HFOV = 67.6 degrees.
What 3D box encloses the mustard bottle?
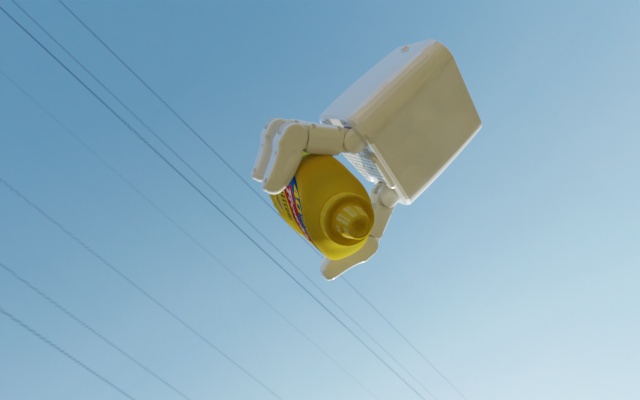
[{"bbox_3d":[0.000,0.002,0.428,0.058,0.096,0.191,-21,16,-13],"label":"mustard bottle"}]
